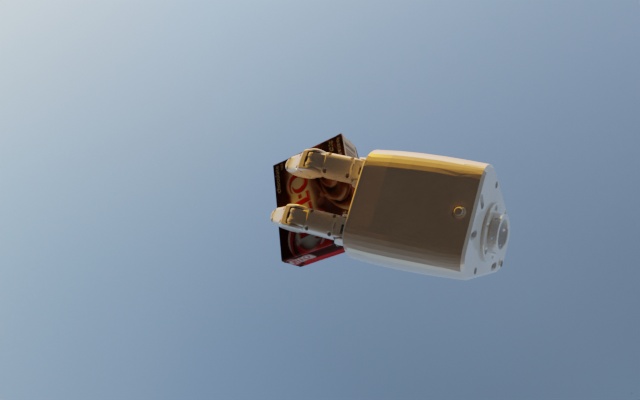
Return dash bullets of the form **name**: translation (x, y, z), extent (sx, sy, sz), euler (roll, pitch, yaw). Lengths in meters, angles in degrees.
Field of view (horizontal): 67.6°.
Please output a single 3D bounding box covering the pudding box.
- **pudding box**: translation (0.000, 0.002, 0.483), extent (0.090, 0.113, 0.039), euler (-22, -30, 27)
